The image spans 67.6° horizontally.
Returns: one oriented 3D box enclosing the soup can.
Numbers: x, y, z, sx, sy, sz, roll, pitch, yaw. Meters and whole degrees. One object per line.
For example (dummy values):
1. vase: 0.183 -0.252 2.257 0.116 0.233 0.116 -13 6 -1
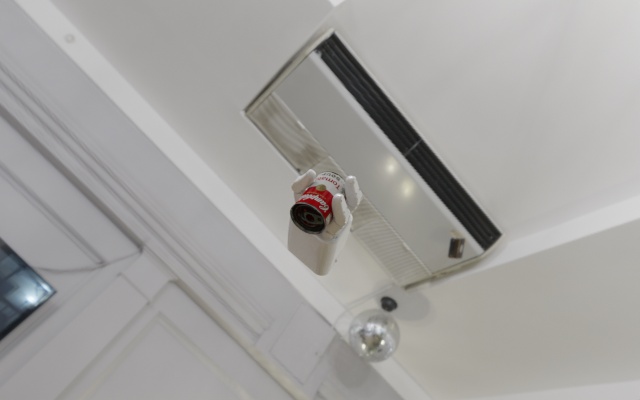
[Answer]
1. soup can: 0.000 0.002 0.843 0.068 0.068 0.102 0 35 33
